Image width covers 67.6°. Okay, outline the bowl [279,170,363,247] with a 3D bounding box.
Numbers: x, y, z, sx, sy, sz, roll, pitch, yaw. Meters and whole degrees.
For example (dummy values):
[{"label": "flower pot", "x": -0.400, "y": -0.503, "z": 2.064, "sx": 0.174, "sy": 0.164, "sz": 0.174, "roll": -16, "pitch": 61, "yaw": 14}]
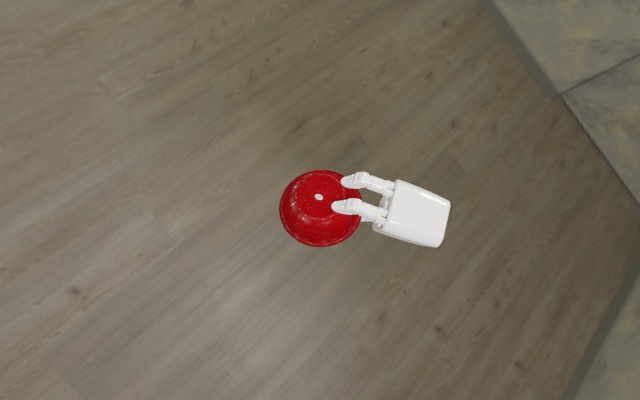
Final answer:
[{"label": "bowl", "x": -0.001, "y": 0.003, "z": 0.891, "sx": 0.162, "sy": 0.162, "sz": 0.055, "roll": 0, "pitch": -24, "yaw": 2}]
